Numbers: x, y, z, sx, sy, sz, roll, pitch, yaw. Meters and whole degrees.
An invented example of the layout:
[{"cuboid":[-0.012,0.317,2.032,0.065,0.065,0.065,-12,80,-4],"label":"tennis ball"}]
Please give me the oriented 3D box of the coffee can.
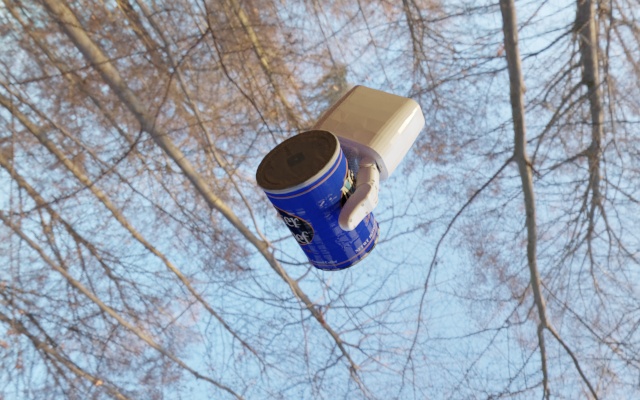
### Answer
[{"cuboid":[0.000,0.002,0.573,0.103,0.140,0.102,-19,37,15],"label":"coffee can"}]
